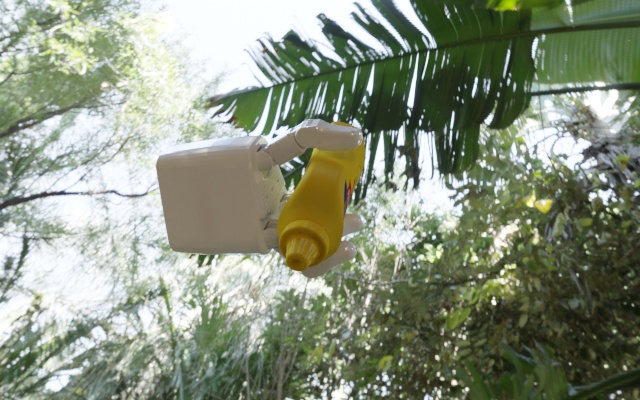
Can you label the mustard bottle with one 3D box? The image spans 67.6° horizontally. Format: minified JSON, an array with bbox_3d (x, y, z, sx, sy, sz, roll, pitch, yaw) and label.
[{"bbox_3d":[0.000,0.001,0.452,0.058,0.096,0.191,18,32,3],"label":"mustard bottle"}]
